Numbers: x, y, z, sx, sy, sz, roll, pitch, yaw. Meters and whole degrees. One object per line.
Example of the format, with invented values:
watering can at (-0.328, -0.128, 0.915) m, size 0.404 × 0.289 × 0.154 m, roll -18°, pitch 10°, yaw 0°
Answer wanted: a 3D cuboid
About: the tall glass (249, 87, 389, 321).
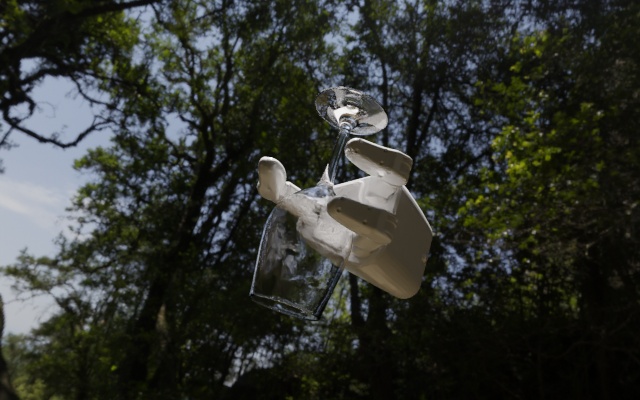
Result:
tall glass at (0.000, 0.001, 0.428) m, size 0.079 × 0.201 × 0.079 m, roll 17°, pitch -22°, yaw 7°
